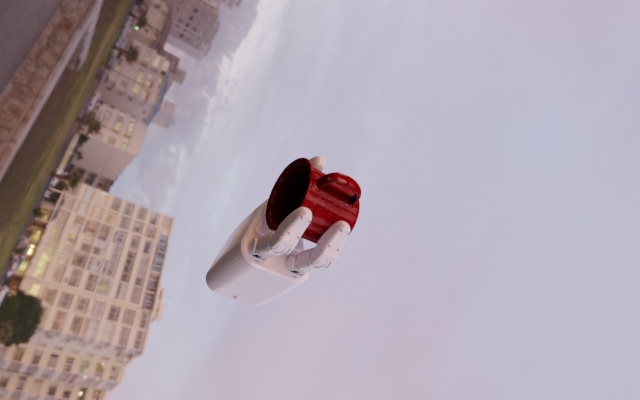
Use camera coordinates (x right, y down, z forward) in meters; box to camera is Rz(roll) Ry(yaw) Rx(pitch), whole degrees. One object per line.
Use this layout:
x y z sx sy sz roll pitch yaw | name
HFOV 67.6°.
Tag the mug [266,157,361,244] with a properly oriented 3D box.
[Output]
0.001 0.001 0.568 0.081 0.093 0.117 26 -41 -29 | mug
